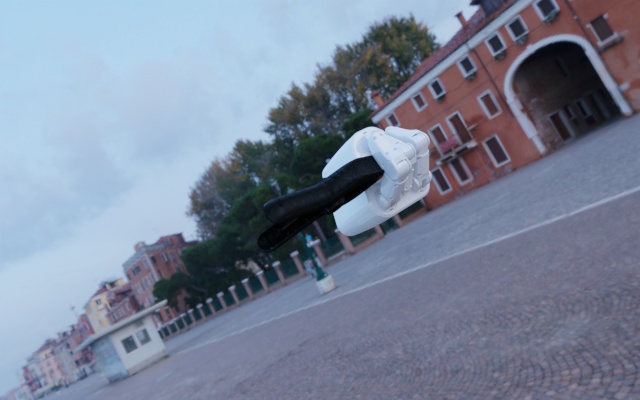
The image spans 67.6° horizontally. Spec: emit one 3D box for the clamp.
[{"bbox_3d":[0.000,0.001,0.531,0.171,0.039,0.120,-25,-10,-28],"label":"clamp"}]
